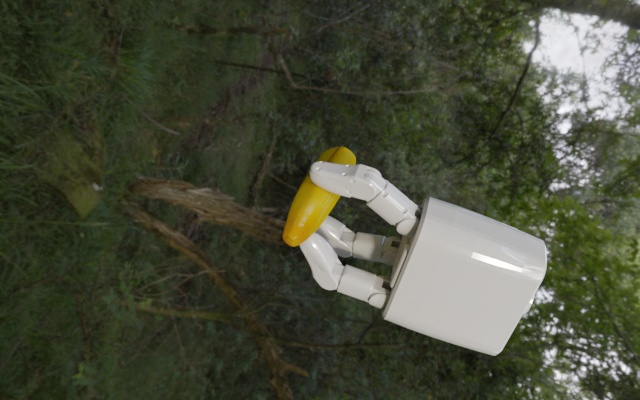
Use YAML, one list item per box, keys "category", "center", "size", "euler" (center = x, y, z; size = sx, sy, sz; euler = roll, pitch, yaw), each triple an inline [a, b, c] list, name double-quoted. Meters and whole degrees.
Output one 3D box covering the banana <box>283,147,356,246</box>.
- category: "banana"
  center: [0.007, -0.016, 0.468]
  size: [0.037, 0.070, 0.197]
  euler: [22, 18, 4]
